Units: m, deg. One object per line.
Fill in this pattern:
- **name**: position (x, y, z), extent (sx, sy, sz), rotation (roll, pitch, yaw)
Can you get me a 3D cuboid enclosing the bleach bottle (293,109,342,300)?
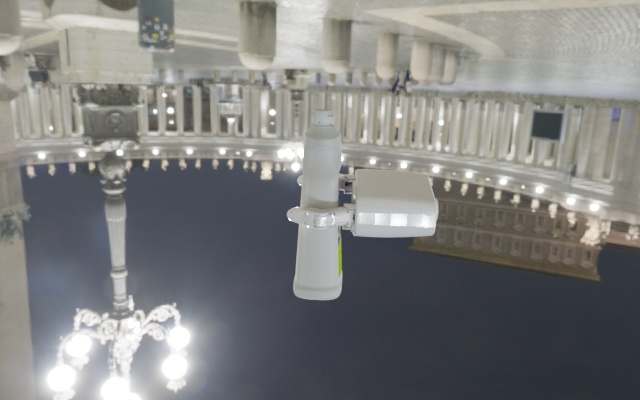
- **bleach bottle**: position (0.000, 0.002, 0.663), extent (0.068, 0.251, 0.102), rotation (2, 14, 3)
